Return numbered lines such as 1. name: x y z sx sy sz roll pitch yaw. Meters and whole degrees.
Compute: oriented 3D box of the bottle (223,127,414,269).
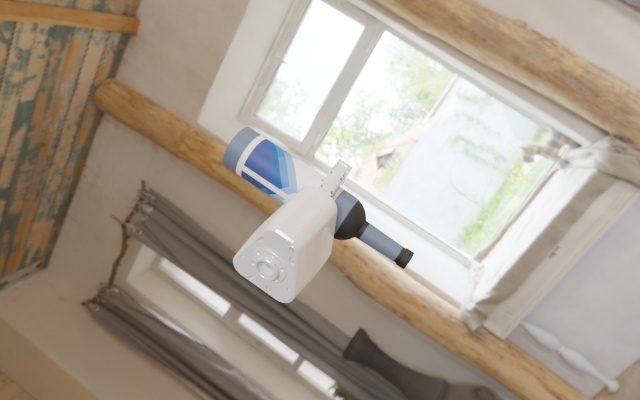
1. bottle: 0.000 0.002 0.673 0.295 0.069 0.069 34 5 7
